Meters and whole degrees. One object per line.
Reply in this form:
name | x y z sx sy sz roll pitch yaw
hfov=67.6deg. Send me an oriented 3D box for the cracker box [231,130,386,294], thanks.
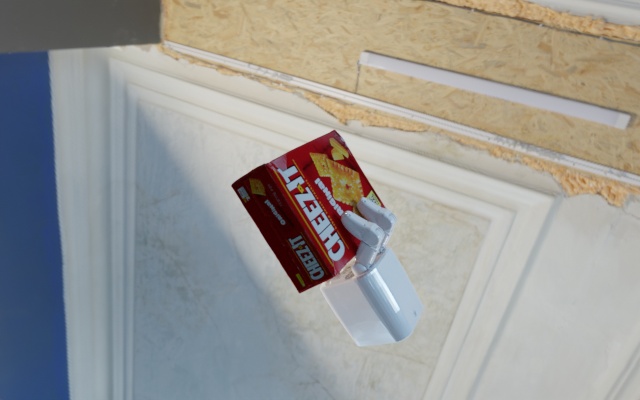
cracker box | 0.000 0.002 0.667 0.072 0.164 0.213 -31 3 32
